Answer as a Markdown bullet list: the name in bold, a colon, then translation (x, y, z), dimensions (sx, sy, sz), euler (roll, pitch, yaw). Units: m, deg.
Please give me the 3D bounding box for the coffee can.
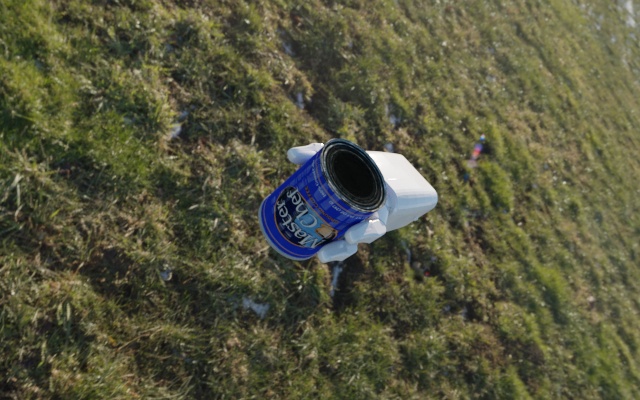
- **coffee can**: translation (0.000, 0.002, 0.610), dimensions (0.103, 0.102, 0.140), euler (0, -28, -43)
